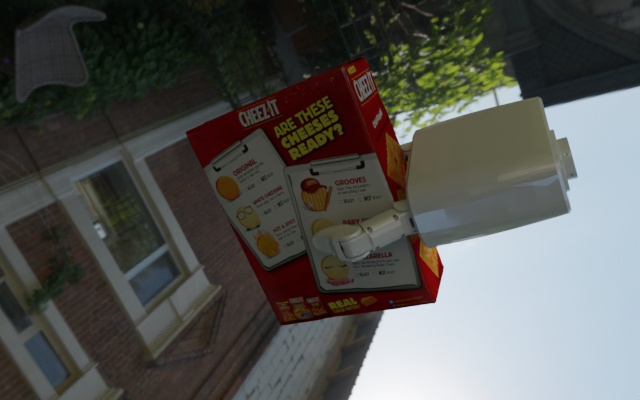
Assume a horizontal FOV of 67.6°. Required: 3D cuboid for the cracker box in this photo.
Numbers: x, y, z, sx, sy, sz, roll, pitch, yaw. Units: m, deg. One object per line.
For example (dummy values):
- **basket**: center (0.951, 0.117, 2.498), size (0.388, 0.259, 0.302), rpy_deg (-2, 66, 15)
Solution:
- **cracker box**: center (0.000, 0.002, 0.441), size (0.164, 0.214, 0.072), rpy_deg (-16, 17, 27)
